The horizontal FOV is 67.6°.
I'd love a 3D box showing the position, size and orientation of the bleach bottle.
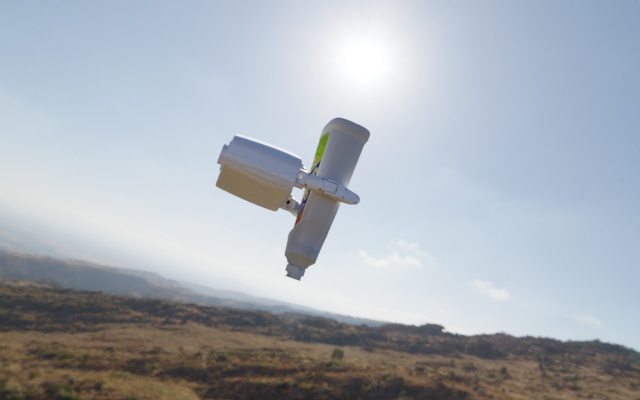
[{"bbox_3d":[0.000,0.002,0.746,0.068,0.250,0.102,22,-11,-12],"label":"bleach bottle"}]
